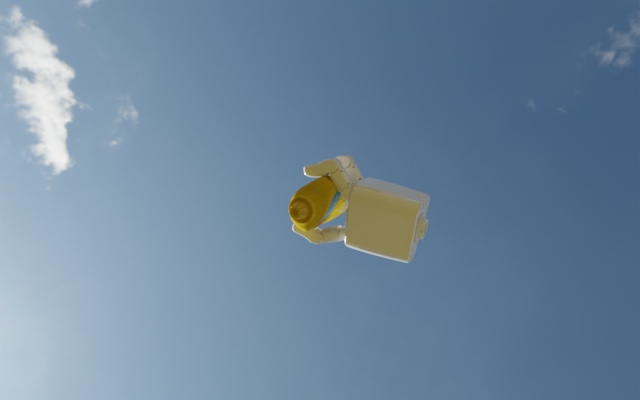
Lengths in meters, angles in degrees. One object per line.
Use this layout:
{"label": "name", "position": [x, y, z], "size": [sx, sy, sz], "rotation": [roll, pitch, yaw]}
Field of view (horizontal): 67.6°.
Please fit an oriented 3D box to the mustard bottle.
{"label": "mustard bottle", "position": [0.000, 0.002, 0.769], "size": [0.058, 0.096, 0.191], "rotation": [40, 22, 11]}
